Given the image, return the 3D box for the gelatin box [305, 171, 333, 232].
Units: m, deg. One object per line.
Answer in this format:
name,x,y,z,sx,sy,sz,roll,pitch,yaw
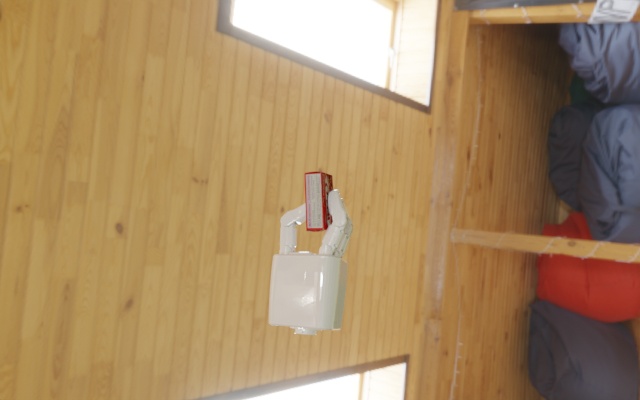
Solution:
gelatin box,0.000,0.002,0.735,0.030,0.089,0.073,-3,-2,14
